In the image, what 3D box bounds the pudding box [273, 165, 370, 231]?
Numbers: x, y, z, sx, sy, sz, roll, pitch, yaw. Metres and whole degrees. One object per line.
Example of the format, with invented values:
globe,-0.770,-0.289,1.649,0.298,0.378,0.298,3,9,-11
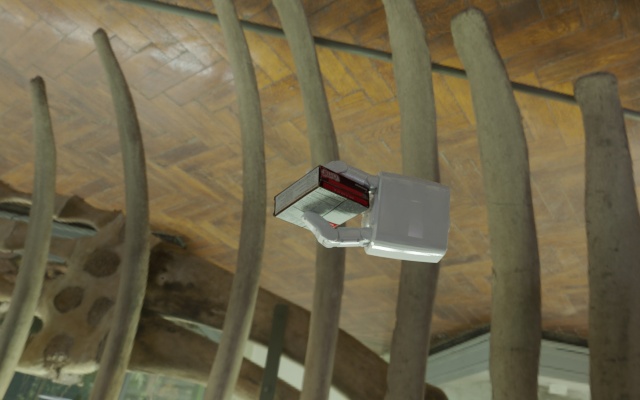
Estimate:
pudding box,0.000,0.002,0.672,0.090,0.039,0.113,24,-39,-30
